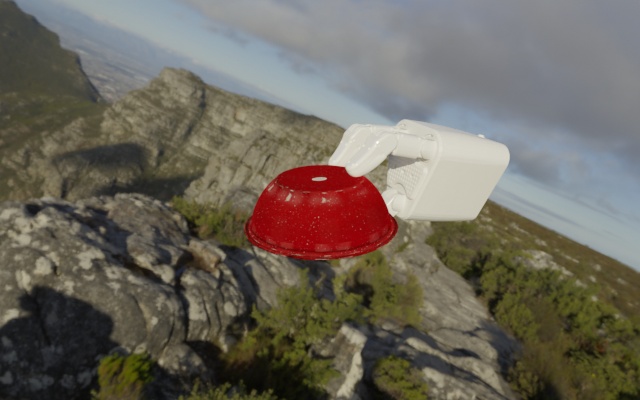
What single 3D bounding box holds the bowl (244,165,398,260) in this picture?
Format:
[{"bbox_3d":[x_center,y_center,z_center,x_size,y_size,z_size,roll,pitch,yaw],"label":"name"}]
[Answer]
[{"bbox_3d":[-0.001,0.002,0.496,0.162,0.055,0.162,-1,21,0],"label":"bowl"}]
